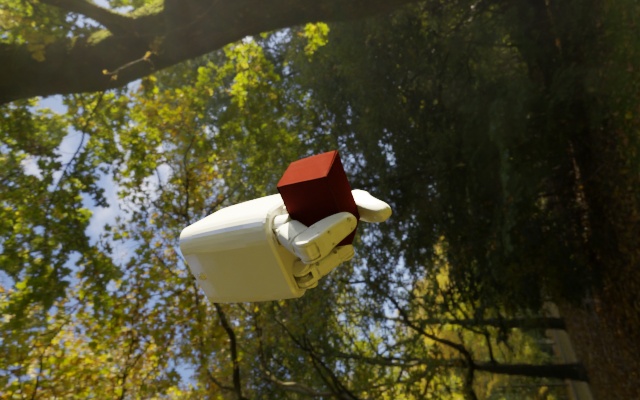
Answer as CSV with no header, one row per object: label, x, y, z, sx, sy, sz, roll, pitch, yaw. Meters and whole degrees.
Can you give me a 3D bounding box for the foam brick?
foam brick,0.000,0.001,0.459,0.051,0.078,0.053,-10,28,21
